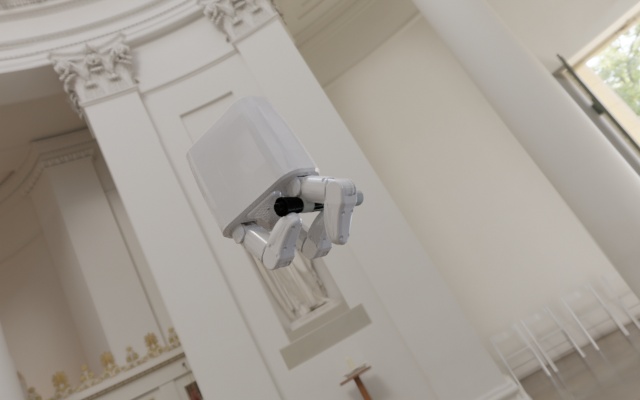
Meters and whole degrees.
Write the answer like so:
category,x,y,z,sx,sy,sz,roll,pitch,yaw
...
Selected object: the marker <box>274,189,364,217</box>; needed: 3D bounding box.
category,x,y,z,sx,sy,sz,roll,pitch,yaw
marker,0.000,0.002,0.474,0.020,0.020,0.121,0,5,41
